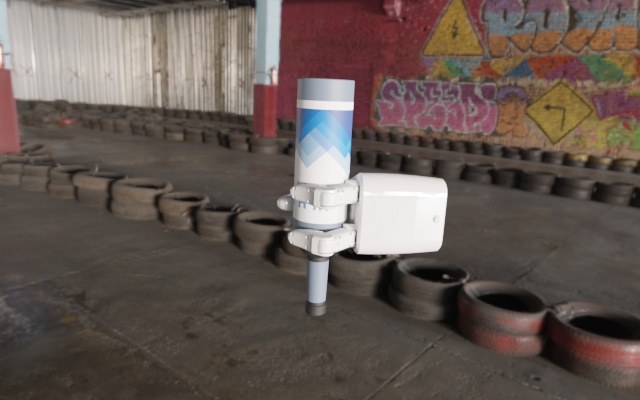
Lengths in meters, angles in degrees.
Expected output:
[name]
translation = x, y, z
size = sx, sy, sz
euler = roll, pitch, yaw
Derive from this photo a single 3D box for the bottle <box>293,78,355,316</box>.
[bottle]
translation = 0.000, 0.002, 0.590
size = 0.069, 0.296, 0.069
euler = 3, 13, -1
